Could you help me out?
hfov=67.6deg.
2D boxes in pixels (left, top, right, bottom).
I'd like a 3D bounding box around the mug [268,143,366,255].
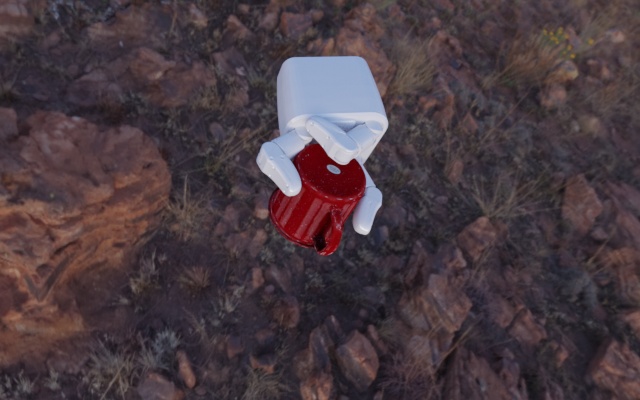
[{"bbox_3d":[0.000,0.003,0.513,0.093,0.117,0.081,6,-38,-22],"label":"mug"}]
